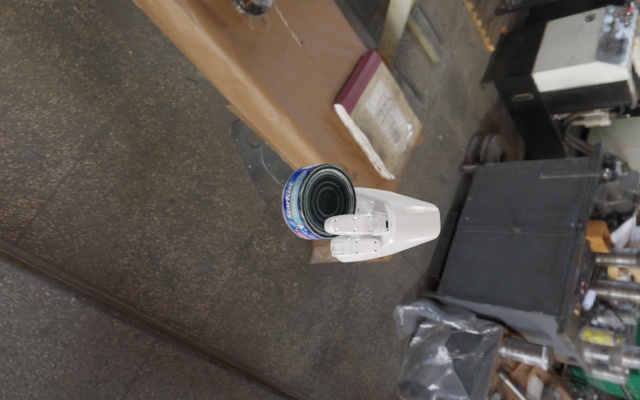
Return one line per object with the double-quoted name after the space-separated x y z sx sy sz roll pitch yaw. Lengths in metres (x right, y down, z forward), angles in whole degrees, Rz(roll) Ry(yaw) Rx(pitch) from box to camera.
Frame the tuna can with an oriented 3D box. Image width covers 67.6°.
0.000 0.002 0.537 0.086 0.086 0.034 0 0 -40 "tuna can"
